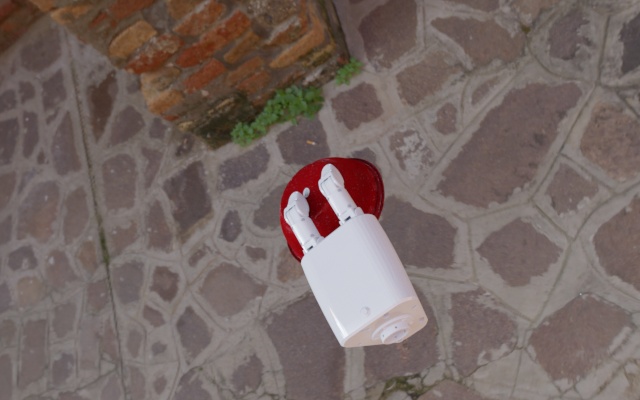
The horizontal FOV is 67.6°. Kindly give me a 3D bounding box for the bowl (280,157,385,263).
[{"bbox_3d":[-0.001,0.001,0.616,0.162,0.162,0.055,0,-27,44],"label":"bowl"}]
